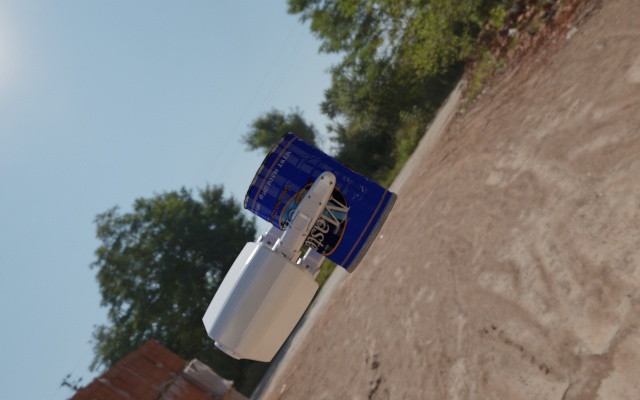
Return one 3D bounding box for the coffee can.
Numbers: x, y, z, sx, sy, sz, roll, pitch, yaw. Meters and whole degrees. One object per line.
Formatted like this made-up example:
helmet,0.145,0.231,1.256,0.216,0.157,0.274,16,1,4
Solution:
coffee can,0.000,0.002,0.537,0.140,0.103,0.103,31,2,4
